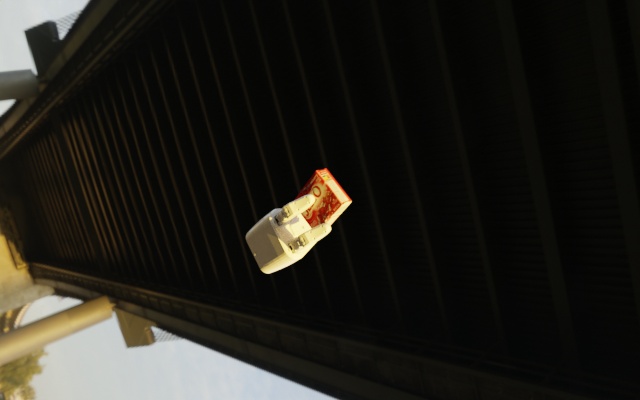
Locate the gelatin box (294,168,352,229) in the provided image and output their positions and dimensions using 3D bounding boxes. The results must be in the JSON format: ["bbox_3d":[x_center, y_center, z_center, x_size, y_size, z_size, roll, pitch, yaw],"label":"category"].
[{"bbox_3d":[0.001,0.002,0.799,0.030,0.073,0.089,-19,-24,-47],"label":"gelatin box"}]
